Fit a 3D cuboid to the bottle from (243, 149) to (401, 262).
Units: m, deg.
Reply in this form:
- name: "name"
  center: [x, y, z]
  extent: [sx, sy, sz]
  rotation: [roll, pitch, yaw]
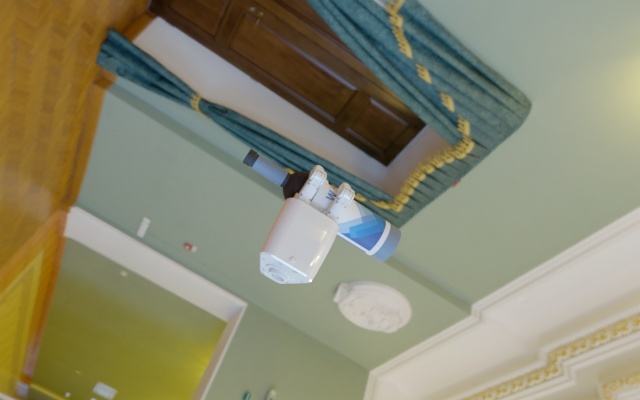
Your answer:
- name: "bottle"
  center: [0.000, 0.003, 0.818]
  extent: [0.296, 0.069, 0.069]
  rotation: [32, -6, -10]
